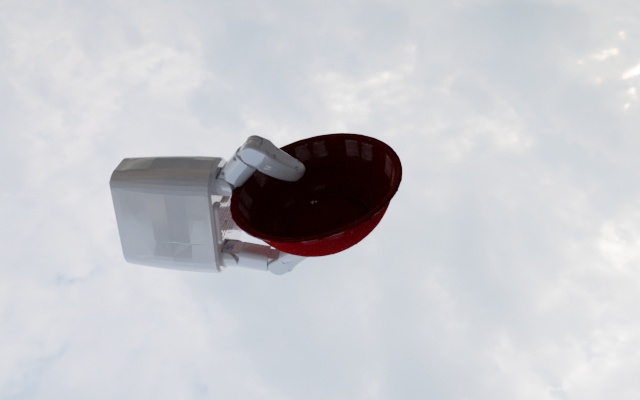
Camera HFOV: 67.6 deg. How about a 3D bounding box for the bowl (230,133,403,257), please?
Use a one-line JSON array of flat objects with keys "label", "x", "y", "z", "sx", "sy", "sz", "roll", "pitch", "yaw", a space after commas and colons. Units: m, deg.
[{"label": "bowl", "x": 0.001, "y": 0.002, "z": 0.450, "sx": 0.162, "sy": 0.055, "sz": 0.162, "roll": -11, "pitch": 37, "yaw": 8}]
